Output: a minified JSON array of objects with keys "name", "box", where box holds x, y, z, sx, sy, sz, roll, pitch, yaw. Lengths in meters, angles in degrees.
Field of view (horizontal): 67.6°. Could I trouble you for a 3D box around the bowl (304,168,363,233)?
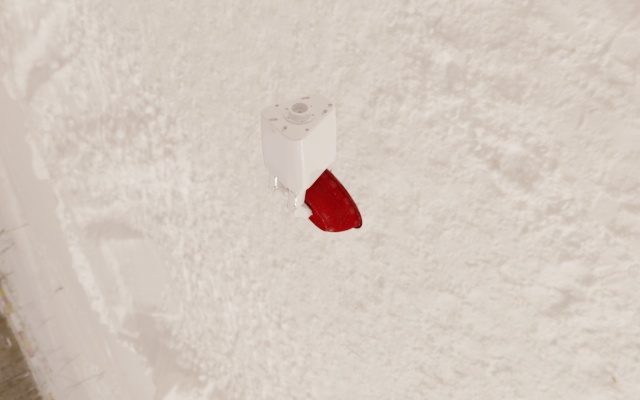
[{"name":"bowl","box":[0.000,0.004,0.844,0.055,0.162,0.162,-40,12,-14]}]
